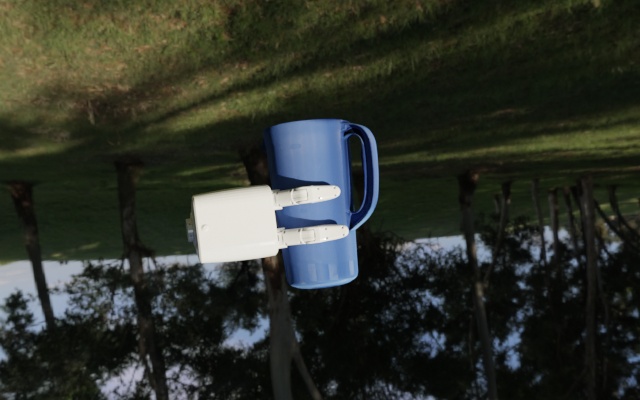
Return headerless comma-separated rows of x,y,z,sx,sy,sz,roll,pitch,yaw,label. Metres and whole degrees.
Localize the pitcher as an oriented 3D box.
0.000,0.002,0.714,0.145,0.243,0.149,-6,0,-18,pitcher
